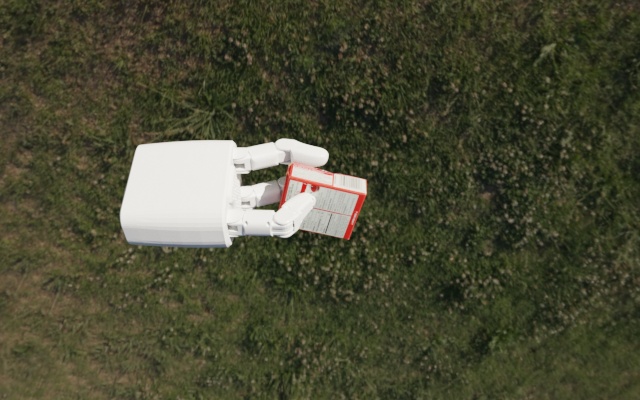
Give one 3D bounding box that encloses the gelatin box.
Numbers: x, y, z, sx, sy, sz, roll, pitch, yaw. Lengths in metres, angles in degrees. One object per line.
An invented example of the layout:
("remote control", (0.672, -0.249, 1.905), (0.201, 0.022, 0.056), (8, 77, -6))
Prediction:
("gelatin box", (0.000, 0.002, 0.539), (0.089, 0.073, 0.030), (12, 40, -5))
